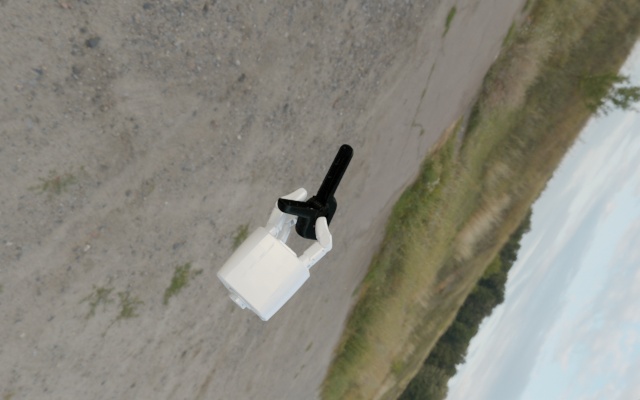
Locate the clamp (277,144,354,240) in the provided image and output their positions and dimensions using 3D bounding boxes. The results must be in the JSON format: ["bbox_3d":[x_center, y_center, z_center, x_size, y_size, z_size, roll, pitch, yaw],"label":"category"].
[{"bbox_3d":[0.001,0.004,0.835,0.036,0.164,0.210,39,-19,22],"label":"clamp"}]
